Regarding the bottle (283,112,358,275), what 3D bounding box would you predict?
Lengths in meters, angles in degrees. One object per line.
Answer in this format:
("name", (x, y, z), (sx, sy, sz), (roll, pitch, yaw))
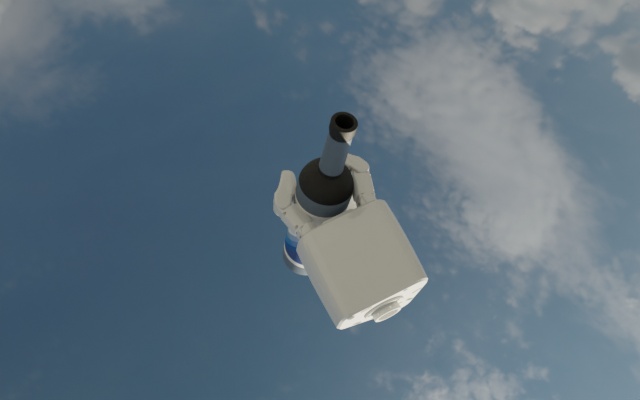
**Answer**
("bottle", (0.000, 0.002, 0.588), (0.069, 0.069, 0.296), (0, -32, -11))
